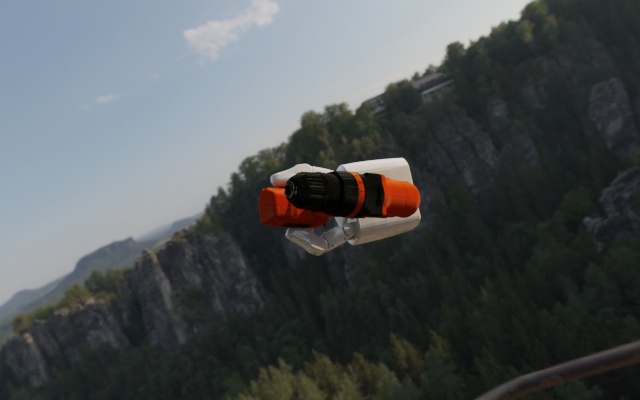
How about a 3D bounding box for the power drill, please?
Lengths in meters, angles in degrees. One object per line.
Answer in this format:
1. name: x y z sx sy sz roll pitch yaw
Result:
1. power drill: 0.000 0.002 0.596 0.184 0.057 0.187 6 -8 -36
